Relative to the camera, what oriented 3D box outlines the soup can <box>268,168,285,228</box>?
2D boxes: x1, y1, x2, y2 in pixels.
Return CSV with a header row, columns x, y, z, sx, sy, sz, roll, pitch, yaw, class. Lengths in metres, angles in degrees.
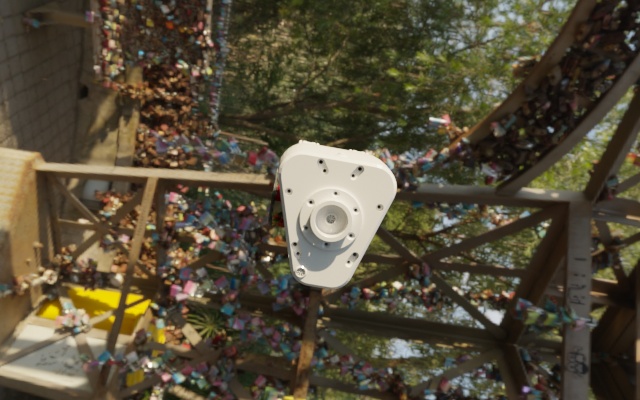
x,y,z,sx,sy,sz,roll,pitch,yaw,class
0.000,0.002,0.515,0.102,0.068,0.068,10,0,-2,soup can
